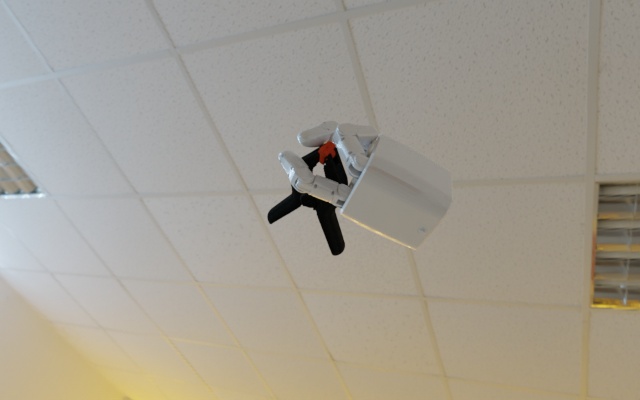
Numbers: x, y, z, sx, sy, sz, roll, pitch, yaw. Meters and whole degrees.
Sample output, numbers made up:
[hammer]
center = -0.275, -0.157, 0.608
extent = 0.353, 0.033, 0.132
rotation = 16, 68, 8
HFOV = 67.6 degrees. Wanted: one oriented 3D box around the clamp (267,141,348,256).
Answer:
[clamp]
center = 0.000, 0.002, 0.635
extent = 0.120, 0.039, 0.172
rotation = 27, -44, 0
